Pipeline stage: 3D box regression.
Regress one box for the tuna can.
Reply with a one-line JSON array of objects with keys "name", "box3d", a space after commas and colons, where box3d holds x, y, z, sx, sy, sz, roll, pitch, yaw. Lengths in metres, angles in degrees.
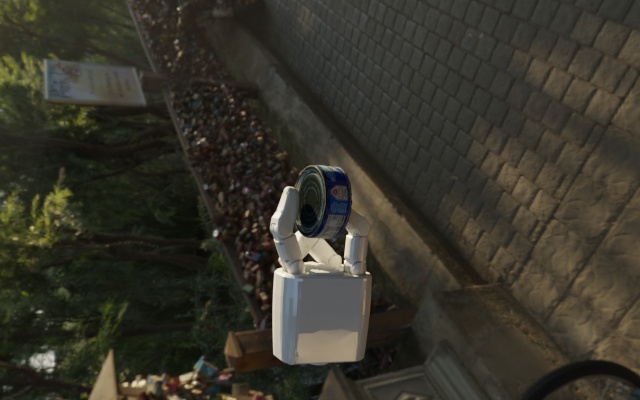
[{"name": "tuna can", "box3d": [0.000, 0.002, 0.552, 0.034, 0.086, 0.086, 5, -2, -28]}]
